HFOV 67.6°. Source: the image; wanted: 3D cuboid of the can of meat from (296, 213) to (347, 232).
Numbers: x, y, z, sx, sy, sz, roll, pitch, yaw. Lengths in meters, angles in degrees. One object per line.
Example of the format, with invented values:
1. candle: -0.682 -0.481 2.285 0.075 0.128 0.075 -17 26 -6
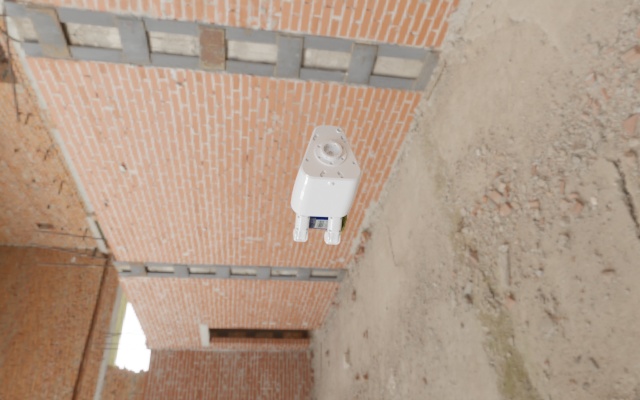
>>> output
1. can of meat: 0.000 0.003 0.849 0.084 0.102 0.057 4 -30 -8
